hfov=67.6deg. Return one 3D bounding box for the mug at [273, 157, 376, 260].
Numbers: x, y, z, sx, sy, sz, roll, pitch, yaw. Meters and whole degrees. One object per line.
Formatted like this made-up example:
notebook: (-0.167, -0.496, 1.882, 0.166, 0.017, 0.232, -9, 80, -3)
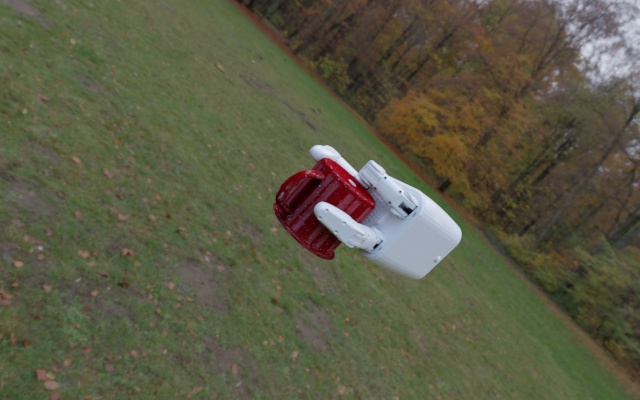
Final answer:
mug: (-0.001, 0.001, 0.529, 0.117, 0.081, 0.093, 31, 17, -44)
